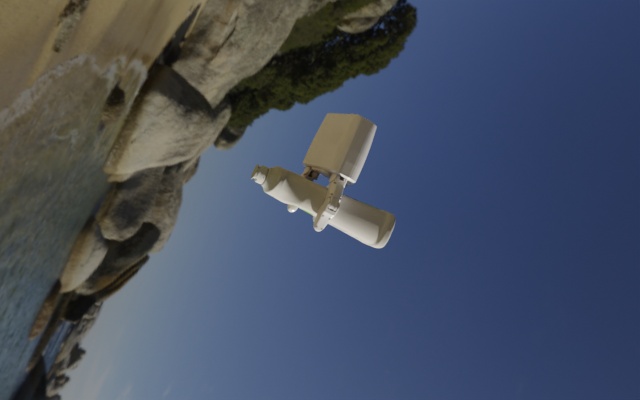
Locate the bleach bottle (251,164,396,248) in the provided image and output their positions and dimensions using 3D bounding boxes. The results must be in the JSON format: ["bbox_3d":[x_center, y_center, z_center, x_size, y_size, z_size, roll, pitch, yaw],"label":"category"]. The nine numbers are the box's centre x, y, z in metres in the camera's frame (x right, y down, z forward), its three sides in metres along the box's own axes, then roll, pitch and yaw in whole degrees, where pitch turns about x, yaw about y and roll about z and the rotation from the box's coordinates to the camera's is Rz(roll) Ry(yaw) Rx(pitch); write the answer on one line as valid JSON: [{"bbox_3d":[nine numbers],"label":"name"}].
[{"bbox_3d":[0.000,0.003,0.827,0.251,0.068,0.102,25,-5,-19],"label":"bleach bottle"}]
